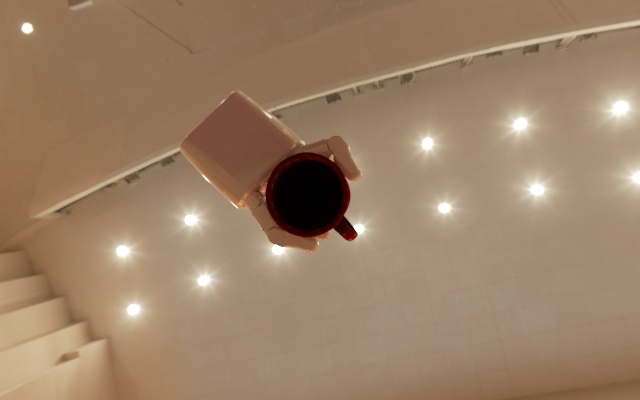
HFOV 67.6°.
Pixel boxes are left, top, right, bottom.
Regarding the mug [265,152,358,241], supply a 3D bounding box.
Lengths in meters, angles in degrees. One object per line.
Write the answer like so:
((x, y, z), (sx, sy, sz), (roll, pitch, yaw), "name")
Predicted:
((0.001, 0.003, 0.558), (0.117, 0.093, 0.081), (43, 7, 7), "mug")
